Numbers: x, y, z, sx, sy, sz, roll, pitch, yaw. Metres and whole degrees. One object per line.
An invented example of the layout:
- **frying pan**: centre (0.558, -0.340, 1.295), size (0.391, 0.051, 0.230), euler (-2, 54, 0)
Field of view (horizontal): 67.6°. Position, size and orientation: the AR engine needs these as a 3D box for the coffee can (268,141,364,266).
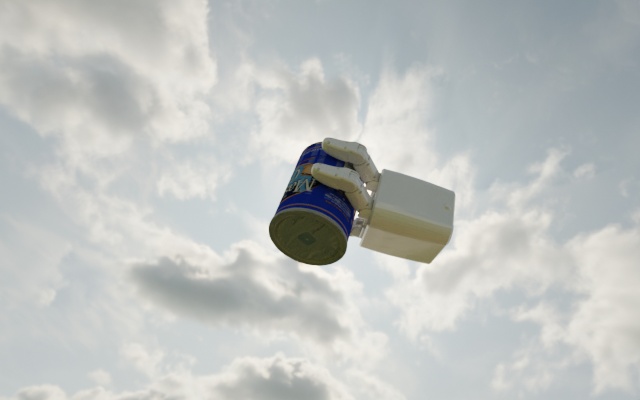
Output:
- **coffee can**: centre (0.000, 0.002, 0.647), size (0.103, 0.103, 0.140), euler (0, 43, 20)
